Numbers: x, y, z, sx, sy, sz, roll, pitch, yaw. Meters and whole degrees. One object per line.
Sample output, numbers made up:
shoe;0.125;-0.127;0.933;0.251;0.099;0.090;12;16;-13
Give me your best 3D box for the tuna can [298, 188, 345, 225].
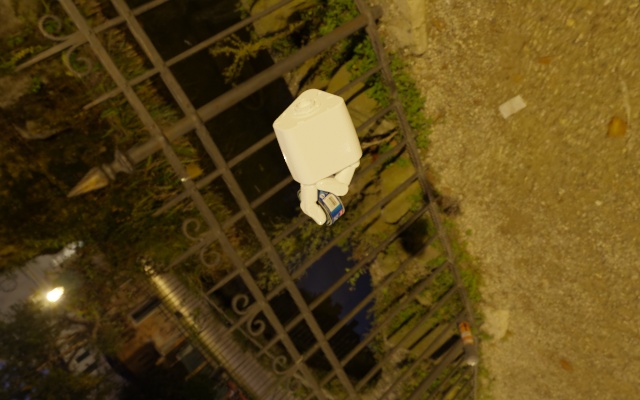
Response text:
tuna can;0.000;0.003;0.846;0.033;0.086;0.086;-43;18;-20
